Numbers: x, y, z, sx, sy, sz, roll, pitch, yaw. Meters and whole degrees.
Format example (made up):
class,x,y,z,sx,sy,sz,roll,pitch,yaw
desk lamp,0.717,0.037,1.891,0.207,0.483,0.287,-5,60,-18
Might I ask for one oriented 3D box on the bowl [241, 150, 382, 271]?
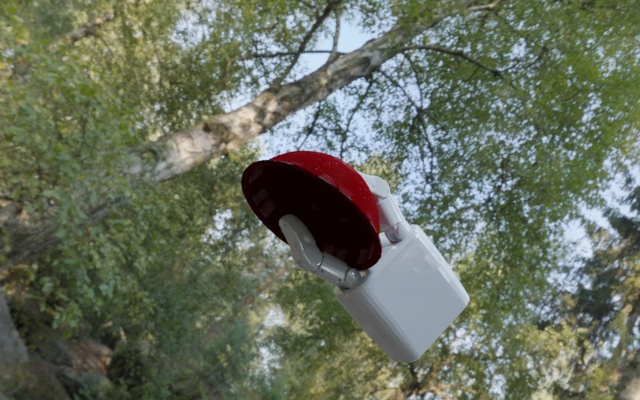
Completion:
class,x,y,z,sx,sy,sz,roll,pitch,yaw
bowl,0.000,0.000,0.490,0.162,0.055,0.162,25,-31,16
